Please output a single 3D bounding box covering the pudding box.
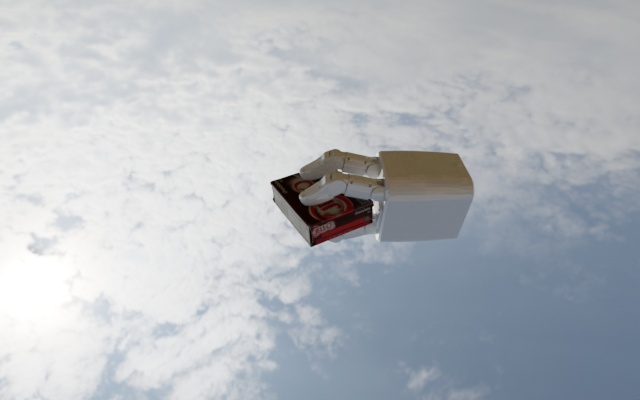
[{"bbox_3d":[0.000,0.002,0.606,0.090,0.039,0.113,-19,37,-23],"label":"pudding box"}]
